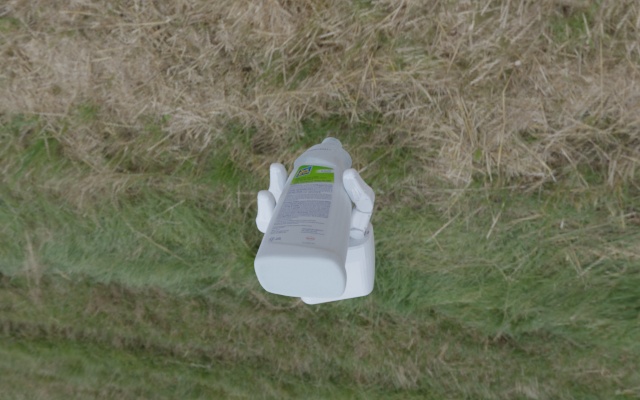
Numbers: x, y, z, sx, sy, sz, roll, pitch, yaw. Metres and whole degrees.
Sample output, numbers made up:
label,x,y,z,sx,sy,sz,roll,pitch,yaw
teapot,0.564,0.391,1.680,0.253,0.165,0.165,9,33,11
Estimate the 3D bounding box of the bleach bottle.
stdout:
label,x,y,z,sx,sy,sz,roll,pitch,yaw
bleach bottle,0.000,0.002,0.594,0.102,0.068,0.250,1,41,14
